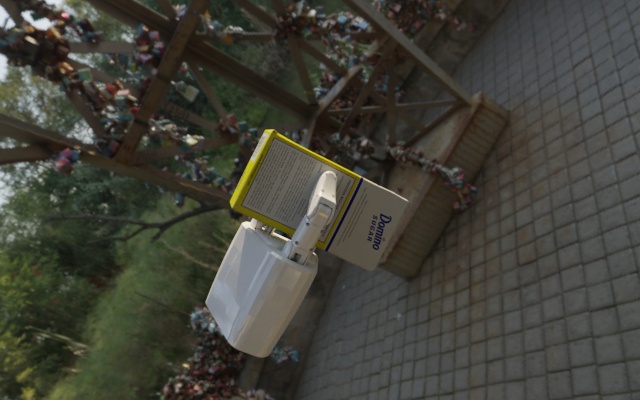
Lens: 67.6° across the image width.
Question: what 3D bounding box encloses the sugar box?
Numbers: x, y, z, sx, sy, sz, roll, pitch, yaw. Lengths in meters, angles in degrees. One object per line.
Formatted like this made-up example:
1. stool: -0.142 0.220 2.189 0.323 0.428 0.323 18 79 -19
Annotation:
1. sugar box: 0.000 0.002 0.530 0.176 0.093 0.048 27 2 -19
